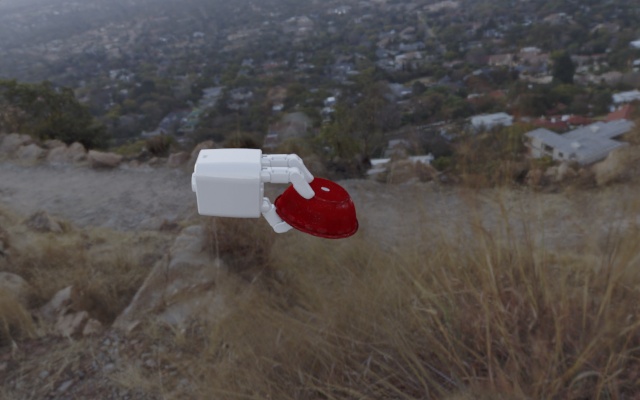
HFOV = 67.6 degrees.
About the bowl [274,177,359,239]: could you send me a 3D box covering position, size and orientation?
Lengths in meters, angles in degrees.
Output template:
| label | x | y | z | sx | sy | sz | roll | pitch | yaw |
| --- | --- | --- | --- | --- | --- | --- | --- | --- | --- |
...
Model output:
| label | x | y | z | sx | sy | sz | roll | pitch | yaw |
| --- | --- | --- | --- | --- | --- | --- | --- | --- | --- |
| bowl | 0.001 | 0.003 | 0.863 | 0.162 | 0.055 | 0.162 | 15 | 25 | -7 |
